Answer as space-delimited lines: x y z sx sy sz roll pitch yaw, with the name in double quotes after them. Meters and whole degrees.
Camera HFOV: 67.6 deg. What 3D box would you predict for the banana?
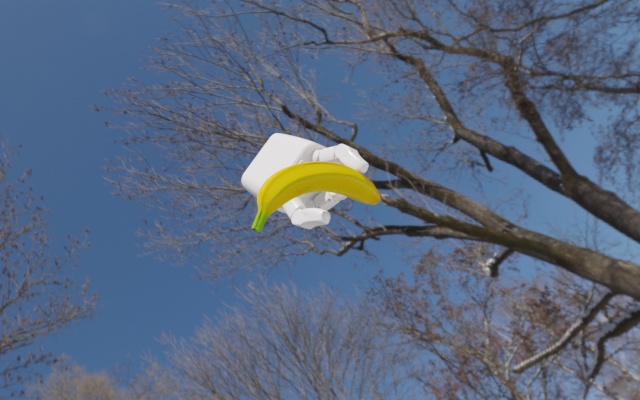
-0.002 -0.015 0.589 0.198 0.070 0.037 -11 23 -35 "banana"
